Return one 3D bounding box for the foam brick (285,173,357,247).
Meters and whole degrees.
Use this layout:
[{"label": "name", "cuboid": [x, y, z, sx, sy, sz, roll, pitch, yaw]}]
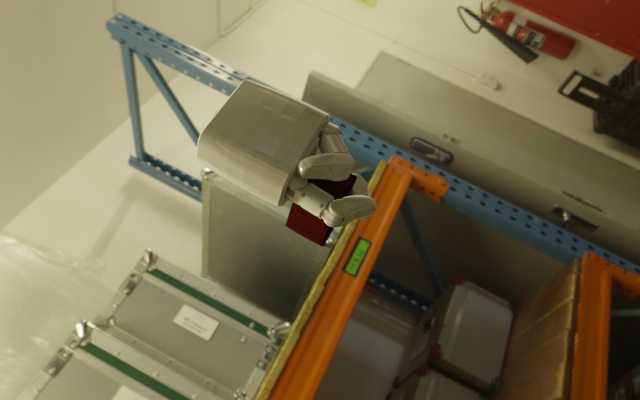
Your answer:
[{"label": "foam brick", "cuboid": [0.000, 0.002, 0.543, 0.051, 0.078, 0.053, 26, 44, 6]}]
